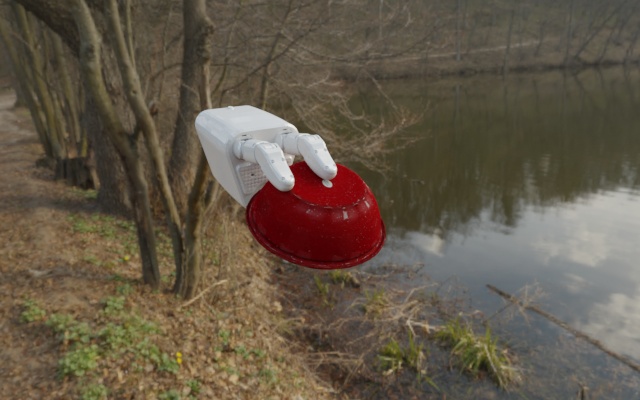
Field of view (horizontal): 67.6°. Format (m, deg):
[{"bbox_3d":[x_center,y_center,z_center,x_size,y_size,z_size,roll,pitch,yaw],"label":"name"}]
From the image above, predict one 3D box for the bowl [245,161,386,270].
[{"bbox_3d":[0.001,0.002,0.530,0.162,0.055,0.162,9,35,-6],"label":"bowl"}]
